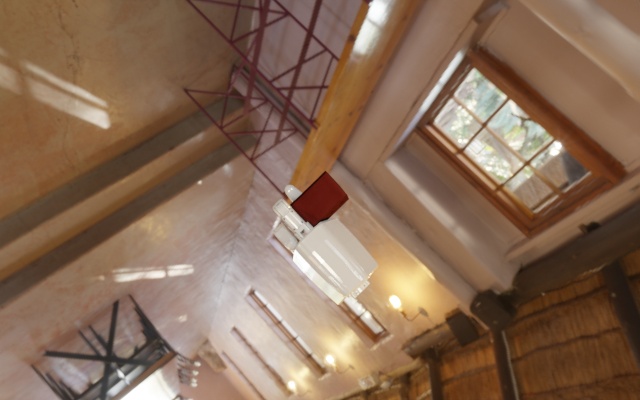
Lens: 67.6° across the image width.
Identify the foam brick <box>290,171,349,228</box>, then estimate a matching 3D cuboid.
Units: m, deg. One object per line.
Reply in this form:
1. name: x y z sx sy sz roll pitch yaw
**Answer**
1. foam brick: 0.000 0.002 0.751 0.051 0.078 0.053 45 -1 12
